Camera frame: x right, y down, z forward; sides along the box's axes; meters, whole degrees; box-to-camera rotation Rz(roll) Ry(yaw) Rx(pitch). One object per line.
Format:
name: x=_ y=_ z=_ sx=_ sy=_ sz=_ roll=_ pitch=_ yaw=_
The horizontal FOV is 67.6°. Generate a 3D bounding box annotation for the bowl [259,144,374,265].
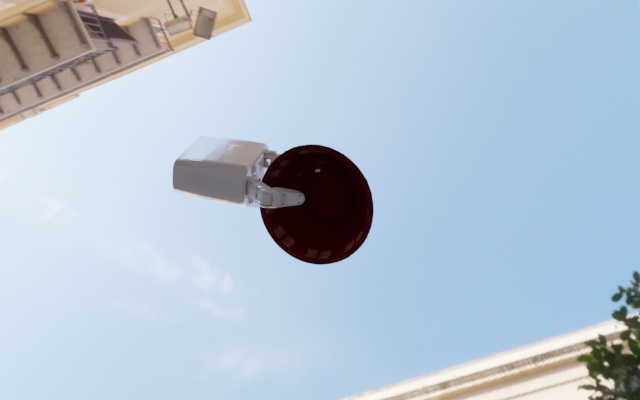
bowl: x=0.001 y=0.003 z=0.648 sx=0.162 sy=0.162 sz=0.055 roll=0 pitch=12 yaw=21
